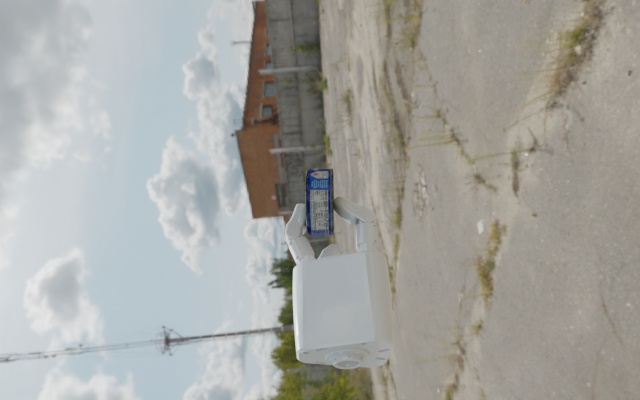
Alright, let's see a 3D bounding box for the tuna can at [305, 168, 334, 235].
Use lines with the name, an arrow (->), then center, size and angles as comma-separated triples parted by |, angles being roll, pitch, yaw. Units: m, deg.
tuna can -> 0.000, 0.002, 0.611 | 0.034, 0.086, 0.086 | -1, 0, 2
